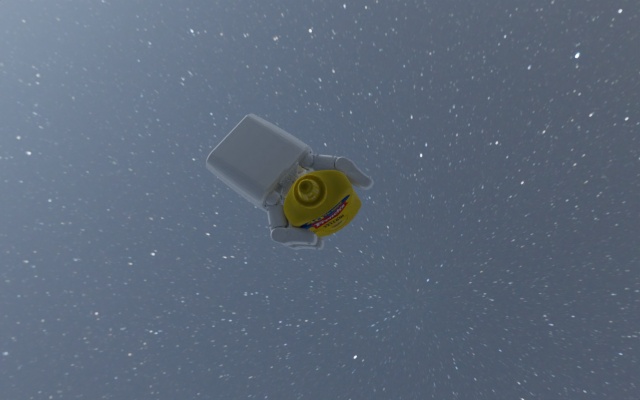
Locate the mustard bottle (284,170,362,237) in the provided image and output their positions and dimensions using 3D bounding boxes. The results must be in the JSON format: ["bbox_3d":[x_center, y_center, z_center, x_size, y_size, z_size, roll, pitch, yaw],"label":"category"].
[{"bbox_3d":[0.000,0.002,0.646,0.096,0.058,0.192,-31,-16,3],"label":"mustard bottle"}]
